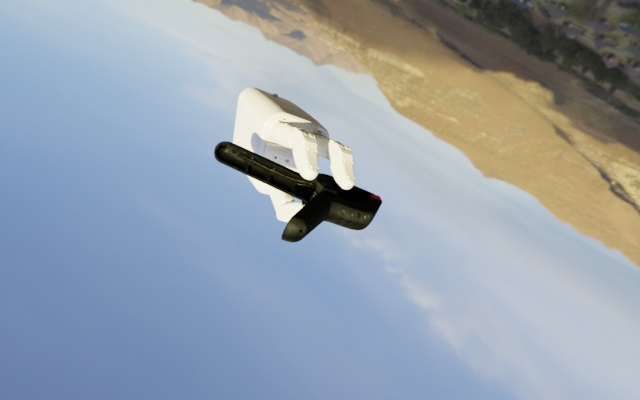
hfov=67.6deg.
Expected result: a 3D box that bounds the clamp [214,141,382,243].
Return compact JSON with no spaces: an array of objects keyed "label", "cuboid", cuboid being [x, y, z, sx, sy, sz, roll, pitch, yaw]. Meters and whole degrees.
[{"label":"clamp","cuboid":[0.000,0.002,0.528,0.210,0.036,0.164,13,25,-38]}]
